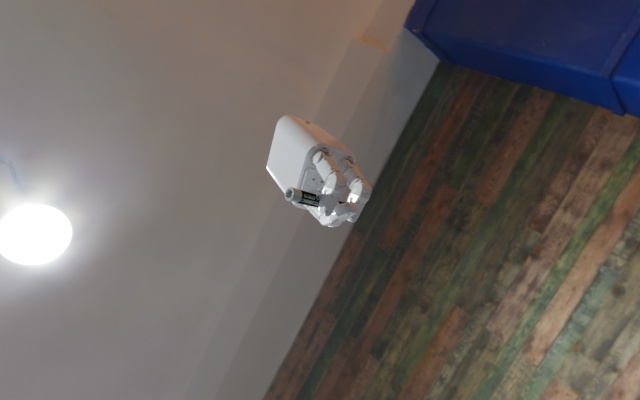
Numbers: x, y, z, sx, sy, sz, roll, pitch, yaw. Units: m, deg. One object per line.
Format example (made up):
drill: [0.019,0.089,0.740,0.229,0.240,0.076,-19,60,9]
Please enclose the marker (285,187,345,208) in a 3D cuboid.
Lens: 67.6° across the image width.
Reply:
marker: [0.000,0.002,0.676,0.020,0.020,0.121,0,-11,45]
